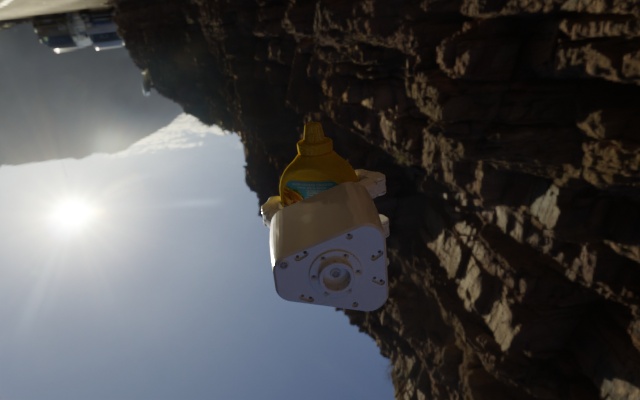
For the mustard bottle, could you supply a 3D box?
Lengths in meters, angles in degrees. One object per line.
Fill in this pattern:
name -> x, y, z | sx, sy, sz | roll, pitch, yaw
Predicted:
mustard bottle -> 0.000, 0.002, 0.574 | 0.096, 0.192, 0.058 | 2, 23, 21
